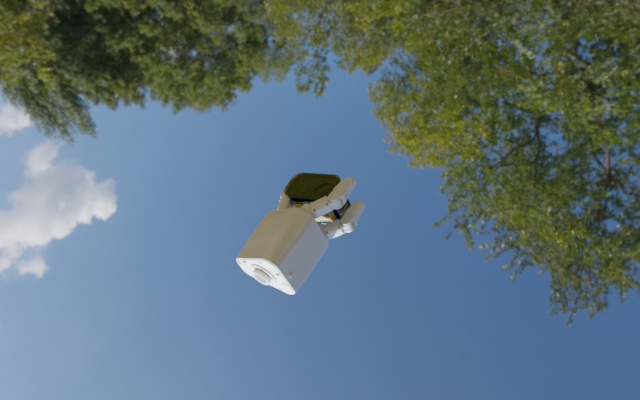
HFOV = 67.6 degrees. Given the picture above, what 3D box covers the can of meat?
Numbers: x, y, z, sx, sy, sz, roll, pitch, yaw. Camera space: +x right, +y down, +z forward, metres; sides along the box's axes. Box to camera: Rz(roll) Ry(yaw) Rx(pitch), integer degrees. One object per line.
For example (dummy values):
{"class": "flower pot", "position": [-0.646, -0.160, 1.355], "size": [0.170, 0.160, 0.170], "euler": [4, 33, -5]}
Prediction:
{"class": "can of meat", "position": [0.000, 0.003, 0.829], "size": [0.102, 0.057, 0.084], "euler": [6, -41, 35]}
